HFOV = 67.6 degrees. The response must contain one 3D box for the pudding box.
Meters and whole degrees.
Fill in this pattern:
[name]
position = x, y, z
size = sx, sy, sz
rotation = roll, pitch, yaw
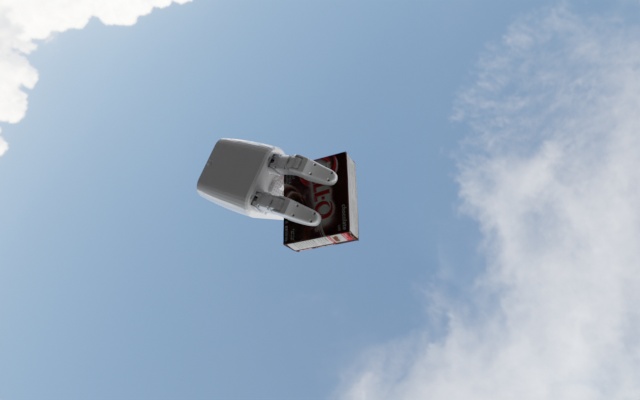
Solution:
[pudding box]
position = 0.000, 0.002, 0.603
size = 0.090, 0.113, 0.039
rotation = -13, -26, 23
